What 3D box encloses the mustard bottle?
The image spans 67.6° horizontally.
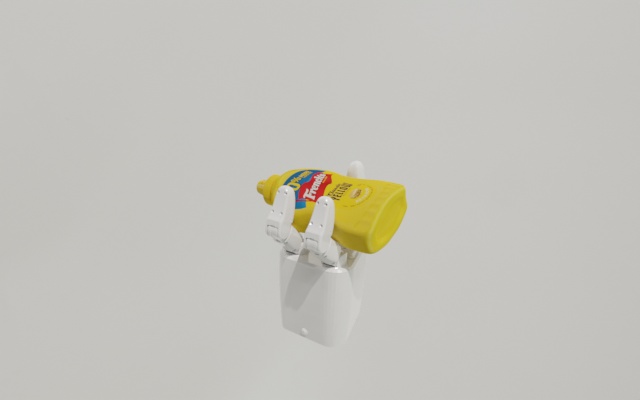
[{"bbox_3d":[0.000,0.002,0.577,0.191,0.058,0.096,14,45,32],"label":"mustard bottle"}]
